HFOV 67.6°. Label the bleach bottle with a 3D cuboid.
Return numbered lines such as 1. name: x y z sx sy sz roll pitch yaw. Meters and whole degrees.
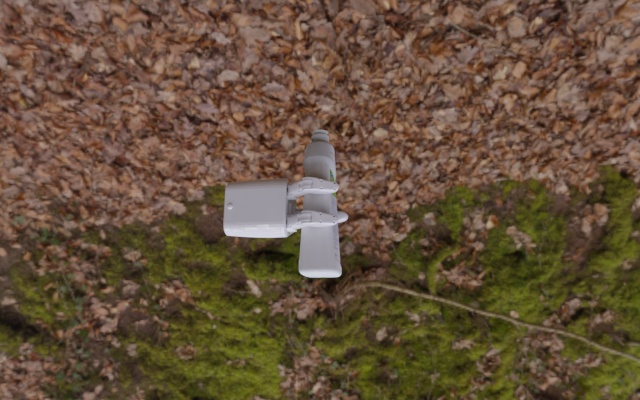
1. bleach bottle: 0.000 0.003 0.826 0.068 0.250 0.102 -2 -14 8
